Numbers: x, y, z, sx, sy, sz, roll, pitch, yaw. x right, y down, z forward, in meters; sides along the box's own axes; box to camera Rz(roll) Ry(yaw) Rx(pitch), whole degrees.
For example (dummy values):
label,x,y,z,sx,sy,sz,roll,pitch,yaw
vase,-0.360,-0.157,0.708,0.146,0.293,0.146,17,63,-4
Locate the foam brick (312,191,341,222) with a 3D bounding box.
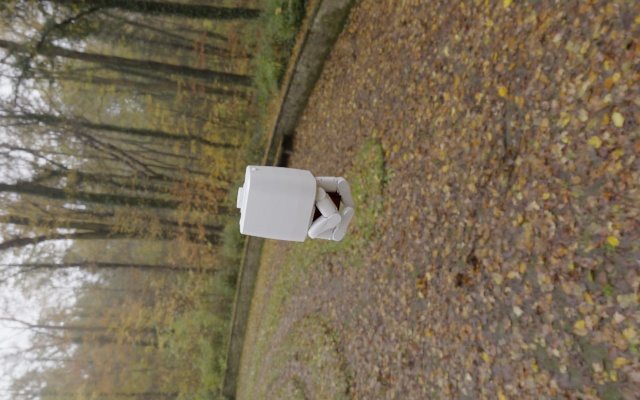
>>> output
label,x,y,z,sx,sy,sz,roll,pitch,yaw
foam brick,0.000,0.003,0.832,0.051,0.053,0.078,6,15,-12
